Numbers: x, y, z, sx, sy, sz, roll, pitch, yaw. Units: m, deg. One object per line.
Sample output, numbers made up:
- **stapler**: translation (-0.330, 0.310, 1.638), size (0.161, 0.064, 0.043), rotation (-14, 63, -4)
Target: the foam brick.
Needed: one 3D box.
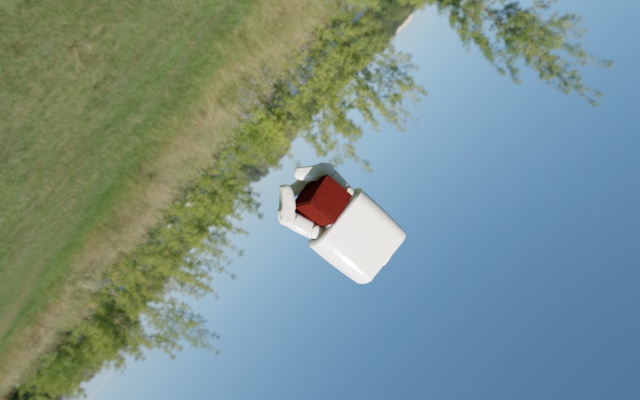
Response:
- **foam brick**: translation (0.000, 0.002, 0.707), size (0.051, 0.053, 0.078), rotation (40, -20, -14)
